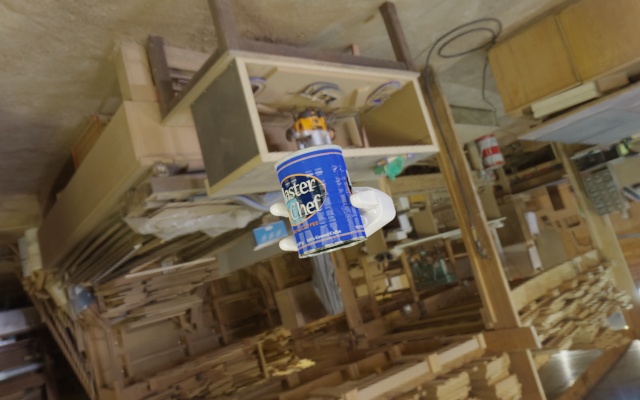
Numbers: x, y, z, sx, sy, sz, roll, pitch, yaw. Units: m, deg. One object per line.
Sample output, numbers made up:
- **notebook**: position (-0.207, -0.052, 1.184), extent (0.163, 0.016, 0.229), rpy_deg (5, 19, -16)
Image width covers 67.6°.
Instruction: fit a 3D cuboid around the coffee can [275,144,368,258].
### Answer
- **coffee can**: position (0.000, 0.002, 0.693), extent (0.103, 0.140, 0.103), rpy_deg (-15, -10, -3)
